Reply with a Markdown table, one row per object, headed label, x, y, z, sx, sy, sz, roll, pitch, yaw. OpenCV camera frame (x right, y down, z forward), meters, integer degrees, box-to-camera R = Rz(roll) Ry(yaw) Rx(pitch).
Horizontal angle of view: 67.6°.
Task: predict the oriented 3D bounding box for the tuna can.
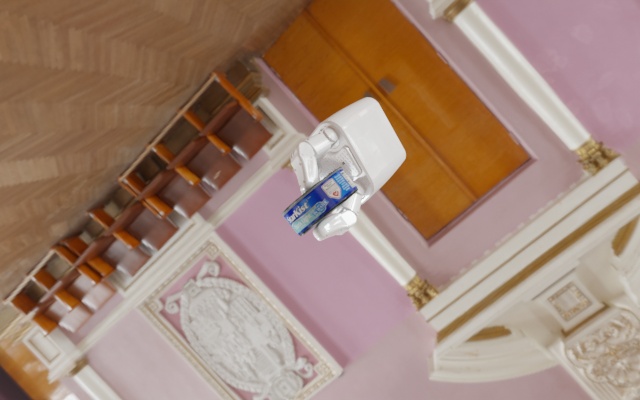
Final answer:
| label | x | y | z | sx | sy | sz | roll | pitch | yaw |
| --- | --- | --- | --- | --- | --- | --- | --- | --- | --- |
| tuna can | 0.000 | 0.002 | 0.532 | 0.086 | 0.034 | 0.086 | -39 | -2 | -2 |
